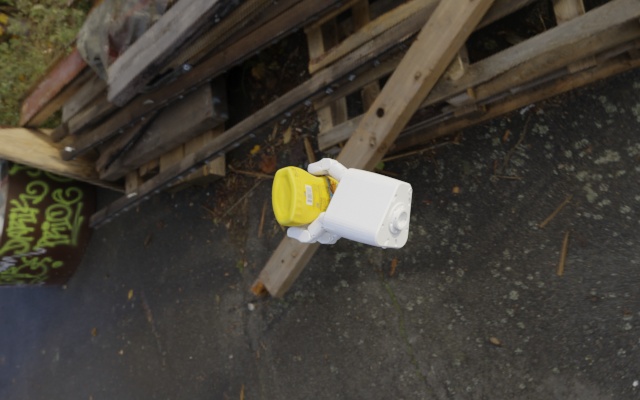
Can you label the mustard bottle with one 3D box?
[{"bbox_3d":[0.000,0.003,0.847,0.058,0.096,0.191,-15,-16,38],"label":"mustard bottle"}]
